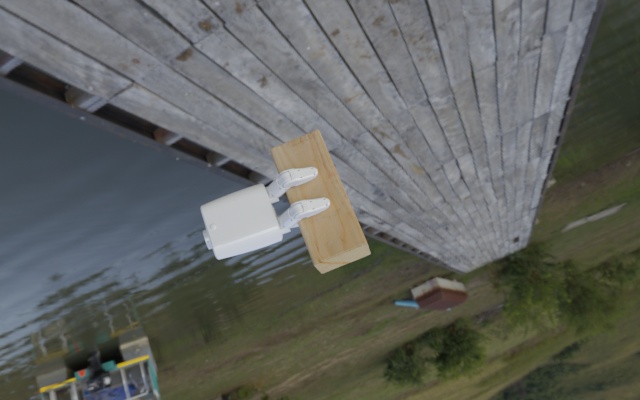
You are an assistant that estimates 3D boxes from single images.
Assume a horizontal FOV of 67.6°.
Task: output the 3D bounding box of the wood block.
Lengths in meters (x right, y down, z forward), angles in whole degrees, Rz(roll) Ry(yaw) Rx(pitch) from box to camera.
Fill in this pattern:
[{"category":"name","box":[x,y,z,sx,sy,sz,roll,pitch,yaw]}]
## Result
[{"category":"wood block","box":[0.000,0.003,0.783,0.090,0.206,0.091,-22,-19,1]}]
